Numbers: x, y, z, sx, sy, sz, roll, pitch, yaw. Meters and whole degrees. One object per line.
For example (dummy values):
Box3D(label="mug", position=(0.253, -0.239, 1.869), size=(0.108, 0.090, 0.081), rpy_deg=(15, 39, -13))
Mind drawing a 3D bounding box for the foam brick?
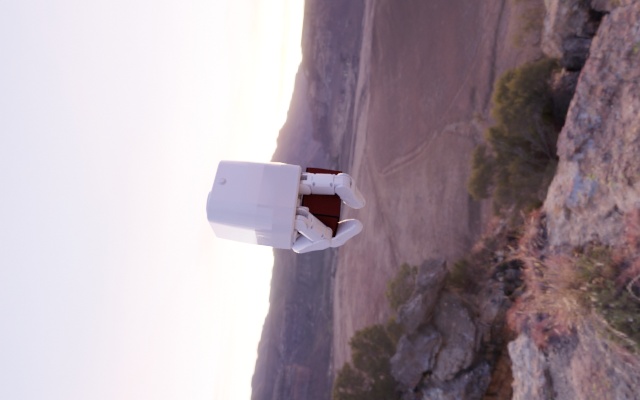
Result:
Box3D(label="foam brick", position=(0.000, 0.002, 0.641), size=(0.051, 0.078, 0.053), rpy_deg=(7, -37, -2))
